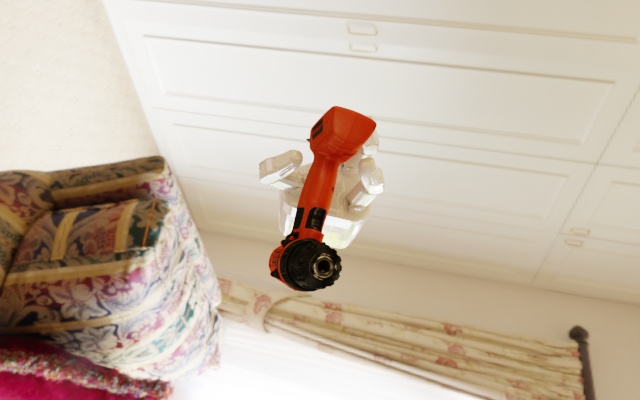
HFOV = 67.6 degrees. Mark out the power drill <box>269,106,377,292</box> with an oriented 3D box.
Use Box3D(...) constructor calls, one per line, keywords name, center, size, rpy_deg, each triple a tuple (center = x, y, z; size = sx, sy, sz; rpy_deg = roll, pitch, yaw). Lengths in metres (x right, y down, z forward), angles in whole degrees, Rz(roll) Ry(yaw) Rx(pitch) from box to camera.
Box3D(name="power drill", center=(0.000, 0.001, 0.495), size=(0.057, 0.187, 0.184), rpy_deg=(21, -11, -13))
